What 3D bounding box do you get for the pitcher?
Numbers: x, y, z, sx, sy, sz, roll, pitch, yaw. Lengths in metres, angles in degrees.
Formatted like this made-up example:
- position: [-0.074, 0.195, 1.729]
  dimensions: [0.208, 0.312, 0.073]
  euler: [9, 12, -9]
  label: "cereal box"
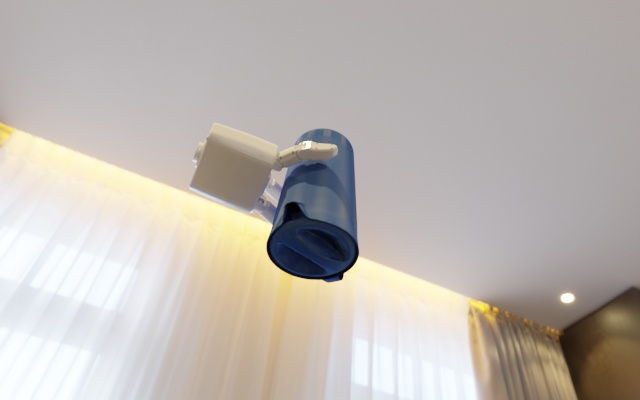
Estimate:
- position: [0.000, 0.002, 0.767]
  dimensions: [0.145, 0.242, 0.149]
  euler: [19, -48, -12]
  label: "pitcher"
